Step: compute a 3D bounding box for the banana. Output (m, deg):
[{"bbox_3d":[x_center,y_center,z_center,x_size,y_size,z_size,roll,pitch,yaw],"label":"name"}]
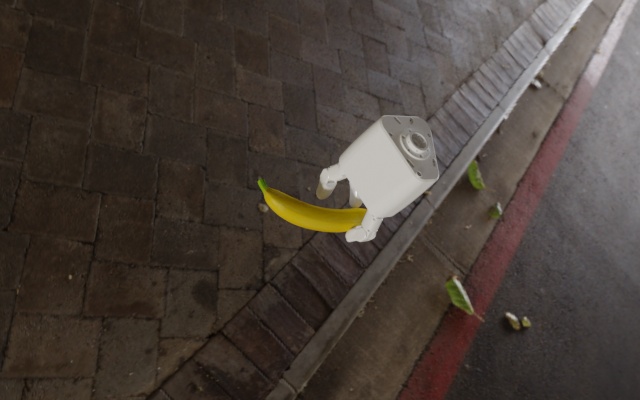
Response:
[{"bbox_3d":[-0.004,0.017,0.746,0.198,0.069,0.037,18,-37,-19],"label":"banana"}]
